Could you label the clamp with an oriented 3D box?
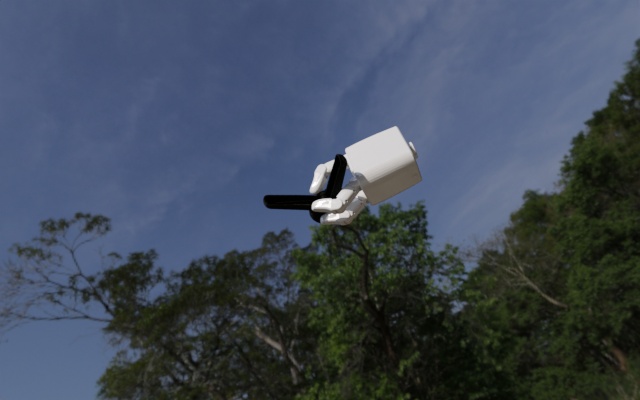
[{"bbox_3d":[0.000,0.002,0.890,0.164,0.036,0.210,-24,-31,9],"label":"clamp"}]
